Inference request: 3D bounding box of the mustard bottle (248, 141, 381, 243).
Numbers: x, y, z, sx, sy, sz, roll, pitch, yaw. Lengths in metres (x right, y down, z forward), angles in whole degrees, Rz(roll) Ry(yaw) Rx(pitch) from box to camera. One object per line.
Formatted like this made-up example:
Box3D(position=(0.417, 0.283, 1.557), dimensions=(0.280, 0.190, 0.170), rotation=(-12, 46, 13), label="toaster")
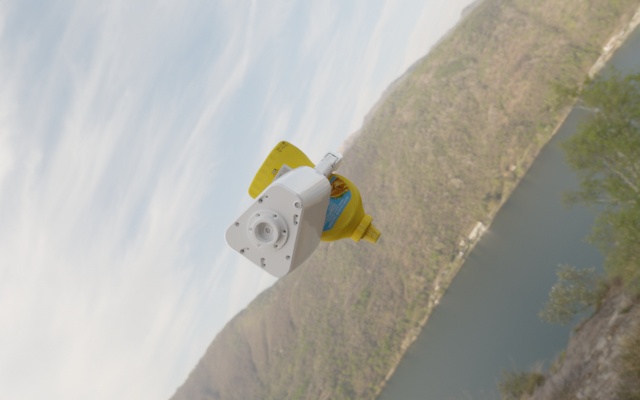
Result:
Box3D(position=(0.000, 0.002, 0.677), dimensions=(0.191, 0.096, 0.058), rotation=(32, -6, 7), label="mustard bottle")
